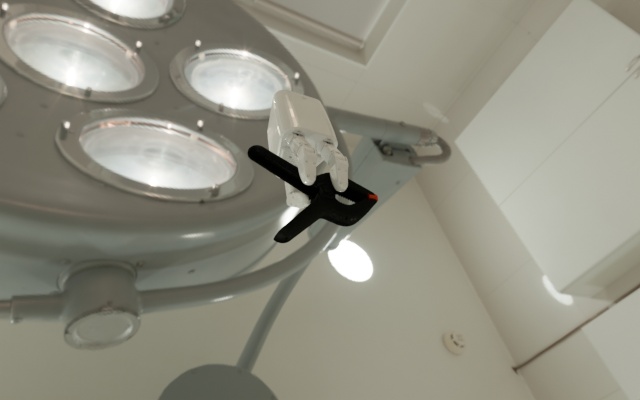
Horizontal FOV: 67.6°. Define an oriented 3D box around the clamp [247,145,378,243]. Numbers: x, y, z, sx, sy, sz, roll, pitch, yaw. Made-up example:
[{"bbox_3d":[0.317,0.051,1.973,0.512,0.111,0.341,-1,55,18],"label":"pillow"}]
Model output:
[{"bbox_3d":[0.000,0.003,0.695,0.210,0.164,0.036,12,-44,-30],"label":"clamp"}]
